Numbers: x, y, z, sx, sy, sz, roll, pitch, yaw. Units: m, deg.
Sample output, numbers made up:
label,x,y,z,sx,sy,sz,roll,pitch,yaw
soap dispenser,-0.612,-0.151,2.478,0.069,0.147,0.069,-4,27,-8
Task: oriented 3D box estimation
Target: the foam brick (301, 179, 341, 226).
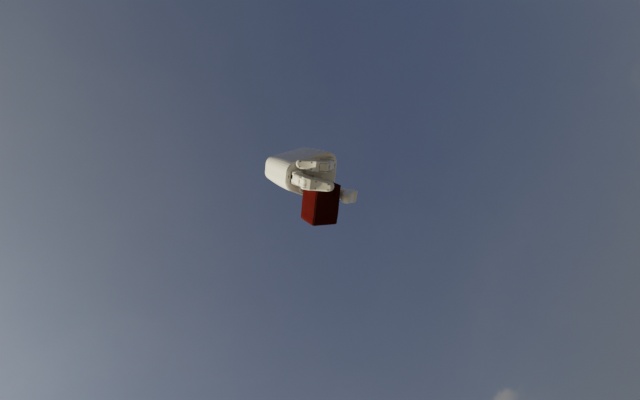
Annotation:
label,x,y,z,sx,sy,sz,roll,pitch,yaw
foam brick,0.000,0.003,0.896,0.053,0.078,0.051,0,13,-31
